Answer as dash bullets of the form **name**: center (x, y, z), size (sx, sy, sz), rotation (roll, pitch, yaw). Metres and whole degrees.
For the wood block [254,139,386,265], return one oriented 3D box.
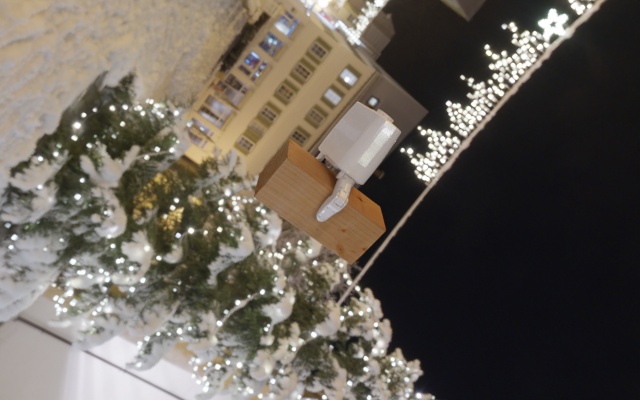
- **wood block**: center (0.000, 0.003, 0.803), size (0.206, 0.090, 0.090), rotation (36, 21, -17)
